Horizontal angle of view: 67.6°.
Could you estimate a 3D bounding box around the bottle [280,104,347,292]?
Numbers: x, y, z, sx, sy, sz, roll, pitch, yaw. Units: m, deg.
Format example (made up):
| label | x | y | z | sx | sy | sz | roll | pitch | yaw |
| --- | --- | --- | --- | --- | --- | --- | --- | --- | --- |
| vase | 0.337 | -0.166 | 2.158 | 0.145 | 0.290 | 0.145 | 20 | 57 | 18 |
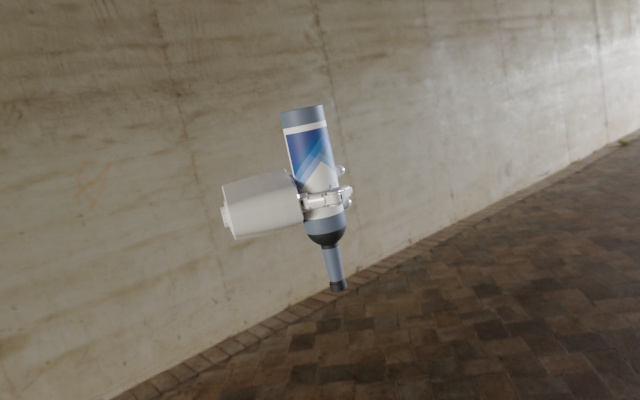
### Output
| label | x | y | z | sx | sy | sz | roll | pitch | yaw |
| --- | --- | --- | --- | --- | --- | --- | --- | --- | --- |
| bottle | 0.000 | 0.002 | 0.750 | 0.069 | 0.296 | 0.069 | -12 | 11 | 2 |
